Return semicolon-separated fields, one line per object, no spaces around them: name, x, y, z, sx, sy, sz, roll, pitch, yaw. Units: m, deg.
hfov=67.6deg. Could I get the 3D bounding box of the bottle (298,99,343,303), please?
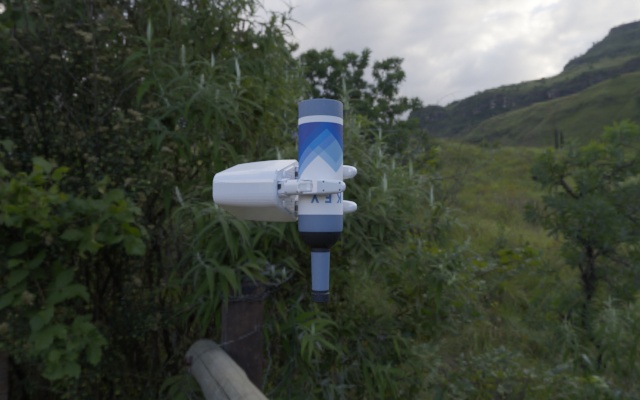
bottle;0.000;0.002;0.711;0.069;0.295;0.069;0;-2;0
